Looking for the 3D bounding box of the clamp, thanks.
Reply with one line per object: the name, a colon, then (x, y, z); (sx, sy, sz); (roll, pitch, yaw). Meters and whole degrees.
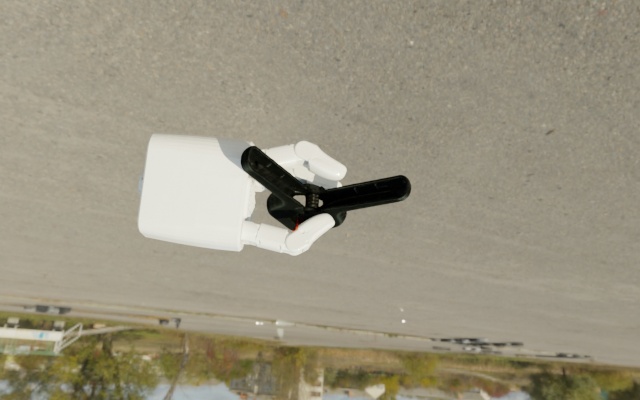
clamp: (0.000, 0.003, 0.532); (0.164, 0.036, 0.210); (9, -19, -2)
